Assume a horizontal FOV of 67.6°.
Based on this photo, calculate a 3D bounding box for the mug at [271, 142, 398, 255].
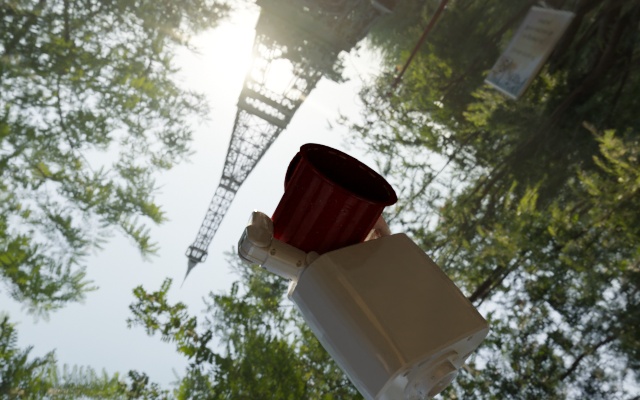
[{"bbox_3d":[-0.001,0.001,0.422,0.093,0.081,0.117,7,31,-43],"label":"mug"}]
